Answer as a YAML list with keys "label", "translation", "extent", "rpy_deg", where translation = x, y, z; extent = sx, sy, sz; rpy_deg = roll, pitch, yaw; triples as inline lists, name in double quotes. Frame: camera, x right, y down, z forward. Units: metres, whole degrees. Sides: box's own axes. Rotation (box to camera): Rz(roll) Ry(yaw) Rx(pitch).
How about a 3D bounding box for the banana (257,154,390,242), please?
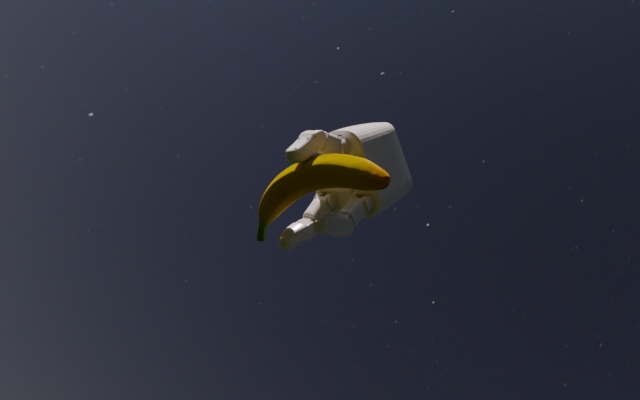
- label: "banana"
  translation: [-0.009, -0.015, 0.538]
  extent: [0.198, 0.069, 0.037]
  rpy_deg: [-25, -9, 38]
